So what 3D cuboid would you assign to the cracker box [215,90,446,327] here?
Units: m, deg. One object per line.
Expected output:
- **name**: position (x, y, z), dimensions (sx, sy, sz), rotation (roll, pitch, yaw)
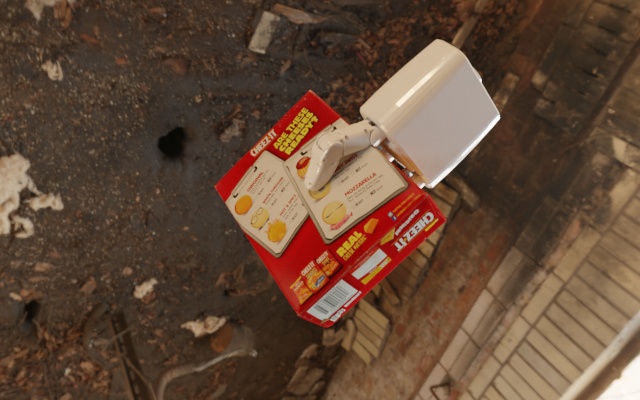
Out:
- **cracker box**: position (0.000, 0.002, 0.518), dimensions (0.213, 0.164, 0.072), rotation (49, 5, 40)
